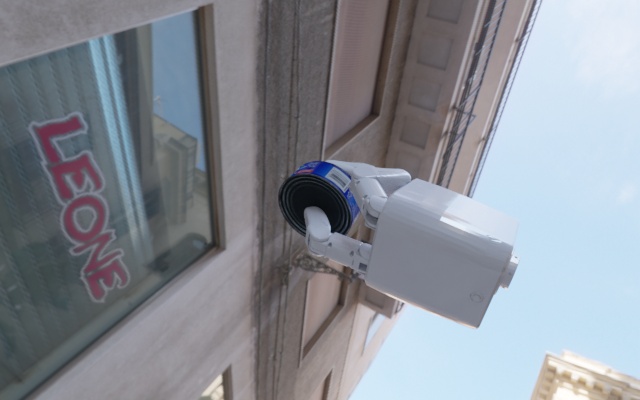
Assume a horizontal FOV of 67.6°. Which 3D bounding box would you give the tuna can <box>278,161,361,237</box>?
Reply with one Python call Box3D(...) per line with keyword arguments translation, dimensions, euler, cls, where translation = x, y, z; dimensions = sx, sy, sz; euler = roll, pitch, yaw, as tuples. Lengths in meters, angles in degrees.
Box3D(translation=(0.000, 0.001, 0.508), dimensions=(0.086, 0.086, 0.033), euler=(0, 32, 31), cls="tuna can")
